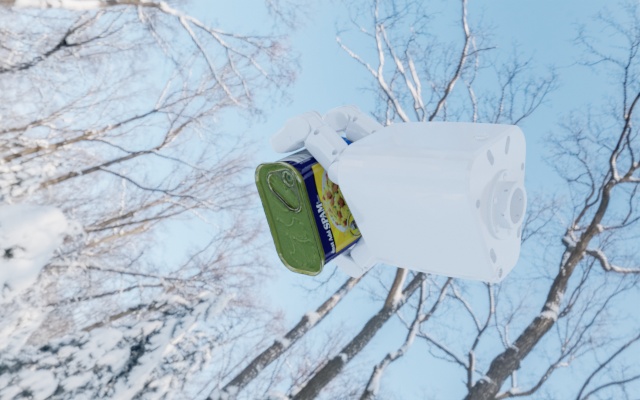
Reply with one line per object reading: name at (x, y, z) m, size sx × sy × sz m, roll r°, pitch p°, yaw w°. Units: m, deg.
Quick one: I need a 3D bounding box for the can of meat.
can of meat at (0.000, 0.001, 0.423) m, size 0.057 × 0.102 × 0.084 m, roll 2°, pitch 24°, yaw 46°
